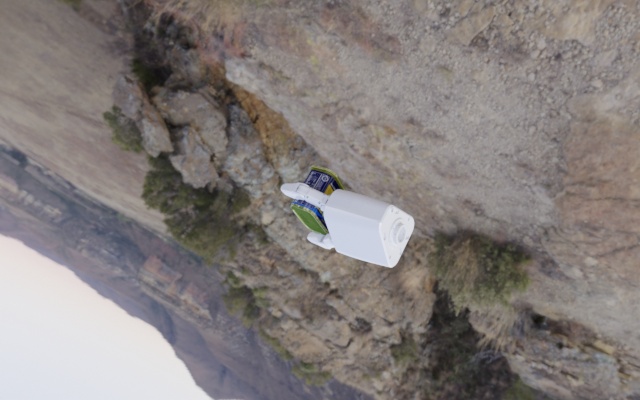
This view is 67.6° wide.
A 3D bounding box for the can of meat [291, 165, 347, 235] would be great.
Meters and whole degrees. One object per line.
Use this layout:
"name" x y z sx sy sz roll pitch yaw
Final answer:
"can of meat" 0.000 0.003 0.840 0.057 0.084 0.102 17 -23 33
